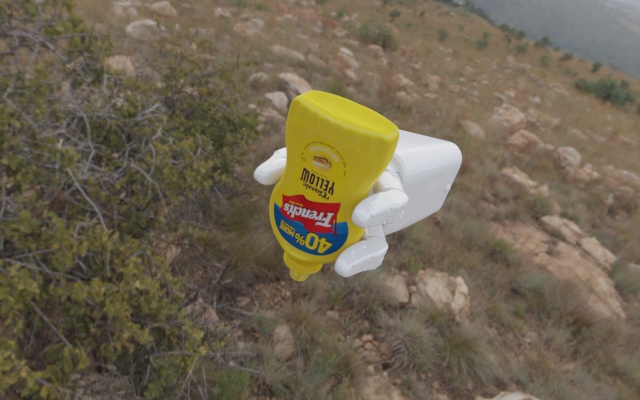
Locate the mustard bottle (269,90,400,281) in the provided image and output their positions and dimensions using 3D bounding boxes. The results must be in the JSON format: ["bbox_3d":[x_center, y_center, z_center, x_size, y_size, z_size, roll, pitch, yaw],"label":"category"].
[{"bbox_3d":[0.000,0.001,0.452,0.096,0.192,0.058,26,34,15],"label":"mustard bottle"}]
